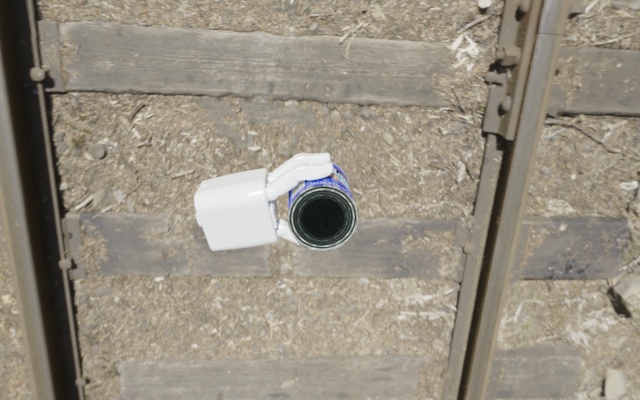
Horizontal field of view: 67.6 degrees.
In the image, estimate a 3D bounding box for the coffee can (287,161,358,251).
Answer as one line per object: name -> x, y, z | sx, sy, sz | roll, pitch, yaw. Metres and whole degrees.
coffee can -> 0.000, 0.002, 0.748 | 0.103, 0.103, 0.140 | 0, 20, -3
